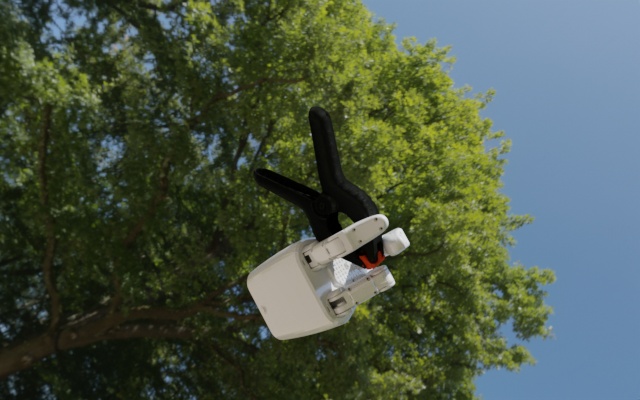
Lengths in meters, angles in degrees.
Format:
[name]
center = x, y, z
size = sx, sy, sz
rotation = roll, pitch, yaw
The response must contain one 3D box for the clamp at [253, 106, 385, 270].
[clamp]
center = 0.001, 0.002, 0.505
size = 0.120, 0.171, 0.039
rotation = -31, -5, 42
